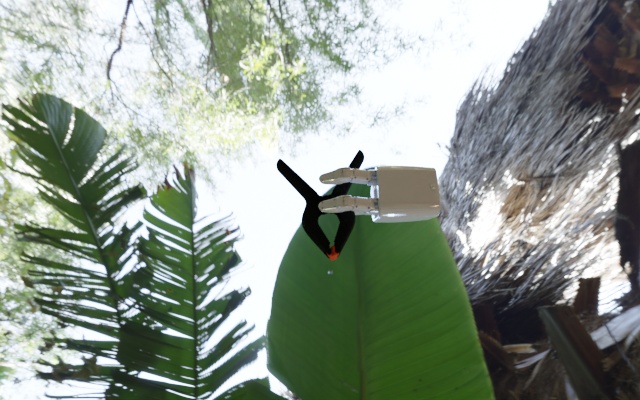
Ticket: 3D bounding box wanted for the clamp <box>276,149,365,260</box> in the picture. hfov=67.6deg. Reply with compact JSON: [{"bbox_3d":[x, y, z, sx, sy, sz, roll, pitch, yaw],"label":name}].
[{"bbox_3d":[0.000,0.004,0.855,0.164,0.210,0.036,-1,-24,2],"label":"clamp"}]
